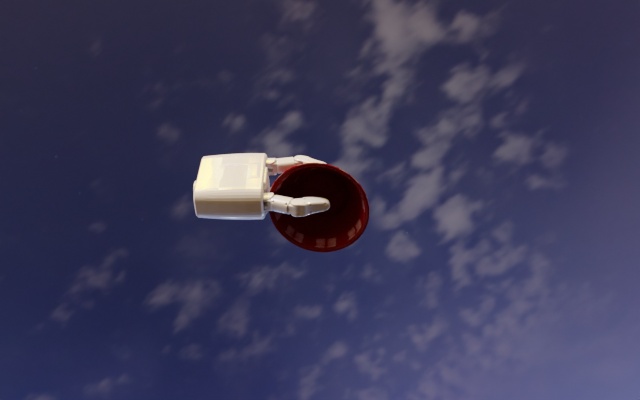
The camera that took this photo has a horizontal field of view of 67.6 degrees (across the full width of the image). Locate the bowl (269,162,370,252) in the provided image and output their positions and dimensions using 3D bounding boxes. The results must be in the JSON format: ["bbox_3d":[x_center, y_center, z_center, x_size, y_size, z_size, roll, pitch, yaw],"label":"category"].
[{"bbox_3d":[0.001,0.003,0.769,0.162,0.162,0.055,0,29,11],"label":"bowl"}]
